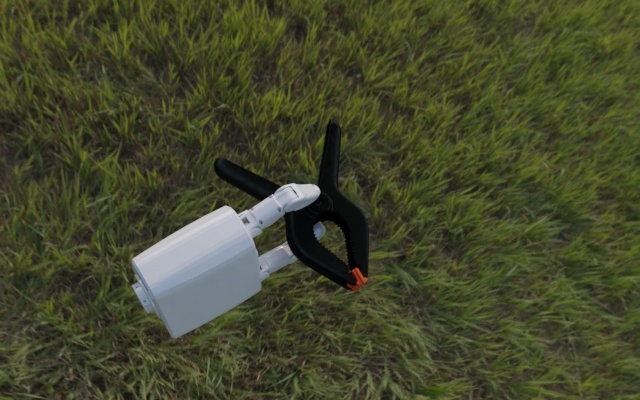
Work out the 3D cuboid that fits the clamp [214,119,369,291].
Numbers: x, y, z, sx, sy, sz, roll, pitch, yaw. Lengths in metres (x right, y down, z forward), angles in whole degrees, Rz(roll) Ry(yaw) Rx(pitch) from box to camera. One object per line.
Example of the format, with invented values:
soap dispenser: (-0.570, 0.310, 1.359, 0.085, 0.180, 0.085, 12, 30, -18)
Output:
clamp: (0.000, 0.002, 0.546, 0.164, 0.210, 0.036, -30, -17, -23)
